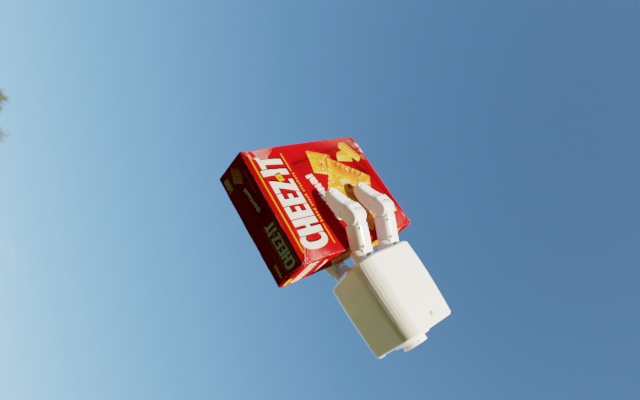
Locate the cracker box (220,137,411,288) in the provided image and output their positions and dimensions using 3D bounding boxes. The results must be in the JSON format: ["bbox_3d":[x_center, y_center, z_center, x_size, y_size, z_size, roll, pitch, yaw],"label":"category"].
[{"bbox_3d":[0.000,0.002,0.642,0.213,0.164,0.072,-15,-24,-45],"label":"cracker box"}]
